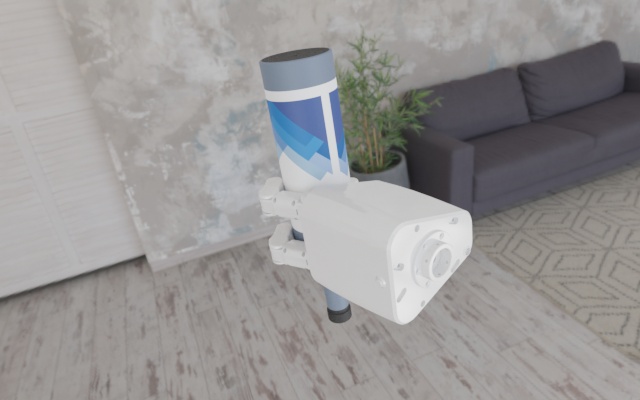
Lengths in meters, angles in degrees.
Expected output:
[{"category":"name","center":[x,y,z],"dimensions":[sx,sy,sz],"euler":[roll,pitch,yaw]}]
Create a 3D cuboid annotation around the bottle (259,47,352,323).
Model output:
[{"category":"bottle","center":[0.000,0.001,0.488],"dimensions":[0.069,0.296,0.069],"euler":[-8,25,4]}]
